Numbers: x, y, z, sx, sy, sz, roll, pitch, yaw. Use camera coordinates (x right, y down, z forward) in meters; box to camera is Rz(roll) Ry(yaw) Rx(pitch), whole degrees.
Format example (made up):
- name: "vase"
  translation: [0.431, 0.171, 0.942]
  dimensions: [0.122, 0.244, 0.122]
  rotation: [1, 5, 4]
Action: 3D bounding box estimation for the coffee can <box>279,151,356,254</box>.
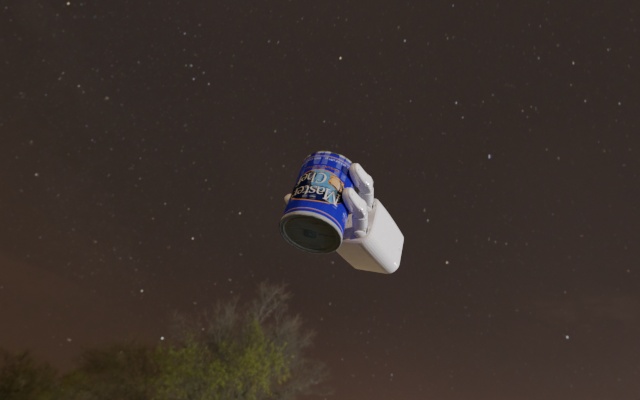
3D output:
- name: "coffee can"
  translation: [0.000, 0.003, 0.791]
  dimensions: [0.103, 0.140, 0.103]
  rotation: [11, -39, 9]
